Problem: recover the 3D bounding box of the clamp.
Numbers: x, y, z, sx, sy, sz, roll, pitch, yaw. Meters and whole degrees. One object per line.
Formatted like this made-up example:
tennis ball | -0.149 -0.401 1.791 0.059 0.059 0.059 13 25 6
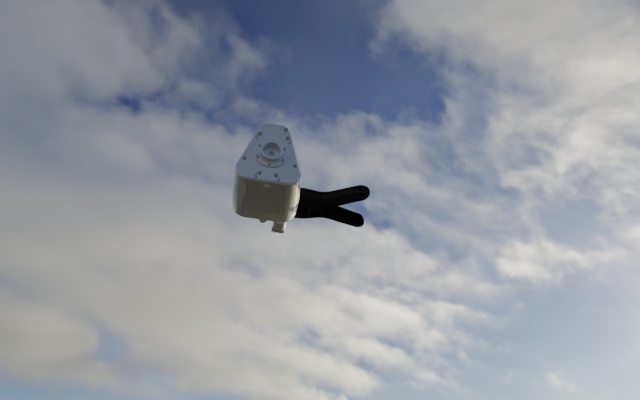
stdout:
clamp | 0.000 0.002 0.786 0.171 0.039 0.120 6 -34 -7
